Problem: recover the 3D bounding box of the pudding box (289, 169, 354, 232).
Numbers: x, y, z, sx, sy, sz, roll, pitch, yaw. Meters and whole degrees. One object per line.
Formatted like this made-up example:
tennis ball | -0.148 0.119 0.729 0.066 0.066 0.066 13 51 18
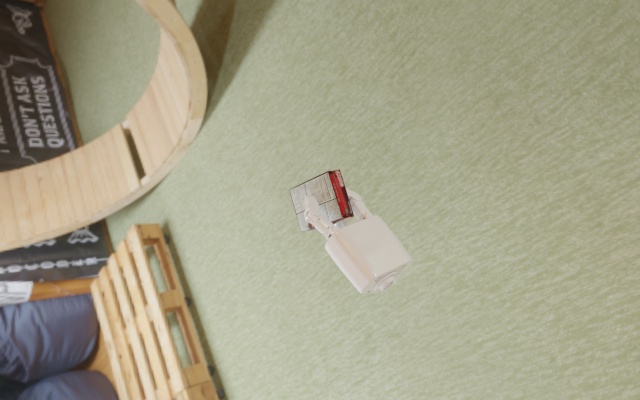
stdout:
pudding box | 0.000 0.003 0.878 0.113 0.090 0.039 -22 -9 40
